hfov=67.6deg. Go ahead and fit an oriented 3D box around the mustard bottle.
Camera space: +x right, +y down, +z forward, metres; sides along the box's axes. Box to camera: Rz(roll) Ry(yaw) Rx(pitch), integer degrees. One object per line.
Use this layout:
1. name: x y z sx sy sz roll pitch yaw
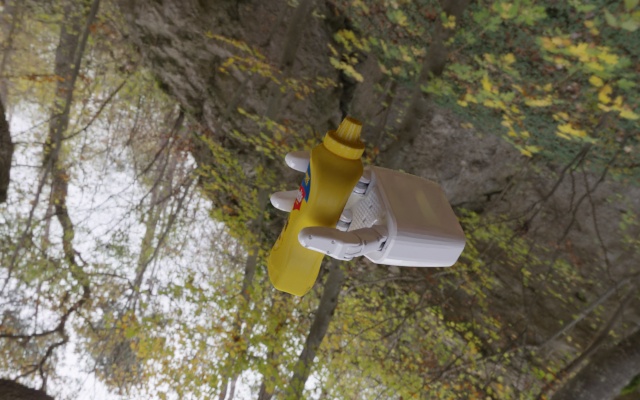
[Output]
1. mustard bottle: 0.000 0.002 0.507 0.058 0.192 0.096 21 25 -6
